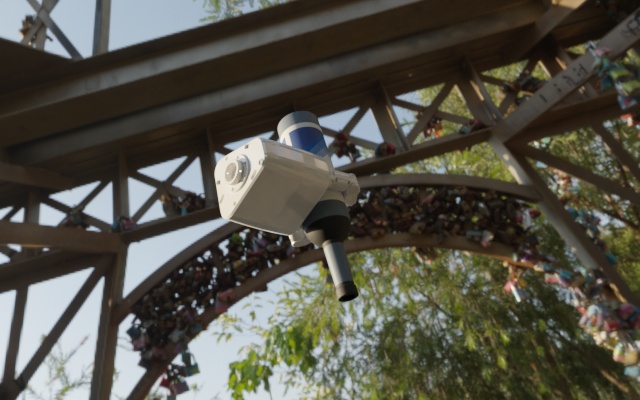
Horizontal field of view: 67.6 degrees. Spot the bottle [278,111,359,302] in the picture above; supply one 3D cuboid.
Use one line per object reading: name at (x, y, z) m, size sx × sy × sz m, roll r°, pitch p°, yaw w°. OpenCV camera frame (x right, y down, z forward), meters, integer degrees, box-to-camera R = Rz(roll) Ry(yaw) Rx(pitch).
bottle at (0.000, 0.002, 0.678) m, size 0.069 × 0.295 × 0.069 m, roll -12°, pitch -32°, yaw -7°
